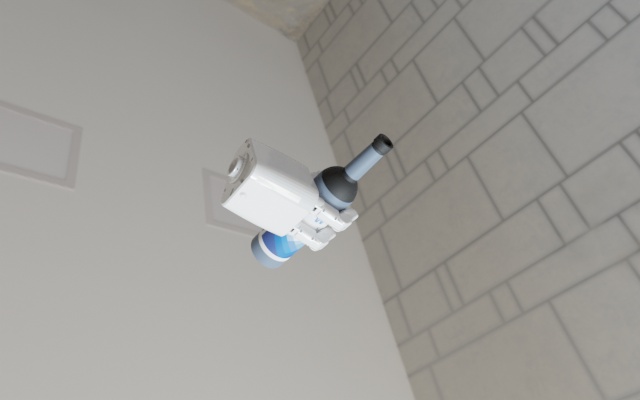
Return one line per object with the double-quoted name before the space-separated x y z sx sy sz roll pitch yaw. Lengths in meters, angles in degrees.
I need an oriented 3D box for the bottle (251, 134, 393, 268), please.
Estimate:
"bottle" 0.000 0.003 0.739 0.069 0.069 0.296 0 -35 -50
